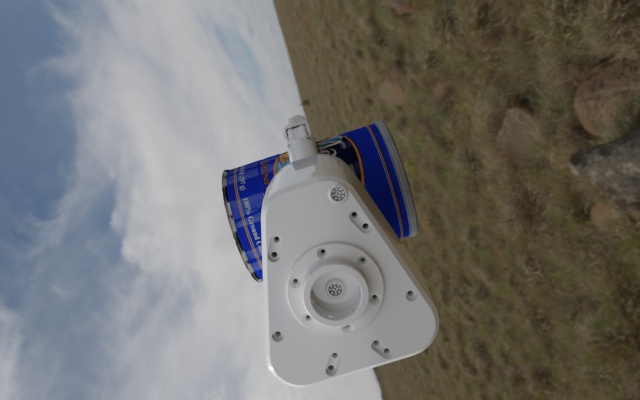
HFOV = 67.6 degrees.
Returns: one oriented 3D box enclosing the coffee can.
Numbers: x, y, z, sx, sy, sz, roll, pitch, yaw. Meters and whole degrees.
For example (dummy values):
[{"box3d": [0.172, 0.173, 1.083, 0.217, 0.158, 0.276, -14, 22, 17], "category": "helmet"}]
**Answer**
[{"box3d": [0.000, 0.001, 0.412, 0.140, 0.103, 0.103, -17, -1, 2], "category": "coffee can"}]
